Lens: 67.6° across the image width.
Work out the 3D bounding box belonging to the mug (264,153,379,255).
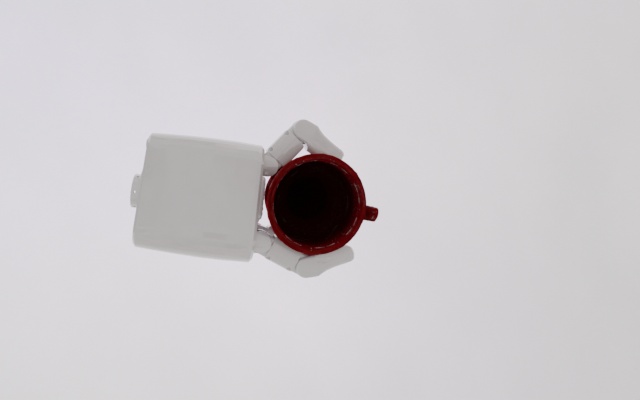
[{"bbox_3d":[0.001,0.002,0.474,0.117,0.093,0.081,9,4,-14],"label":"mug"}]
